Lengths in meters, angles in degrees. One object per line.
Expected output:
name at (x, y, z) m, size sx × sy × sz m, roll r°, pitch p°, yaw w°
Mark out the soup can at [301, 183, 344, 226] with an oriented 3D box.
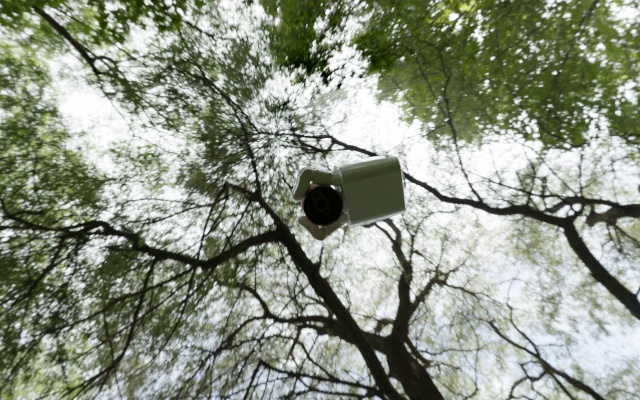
soup can at (0.000, 0.003, 0.843) m, size 0.068 × 0.068 × 0.102 m, roll 0°, pitch 7°, yaw -5°
